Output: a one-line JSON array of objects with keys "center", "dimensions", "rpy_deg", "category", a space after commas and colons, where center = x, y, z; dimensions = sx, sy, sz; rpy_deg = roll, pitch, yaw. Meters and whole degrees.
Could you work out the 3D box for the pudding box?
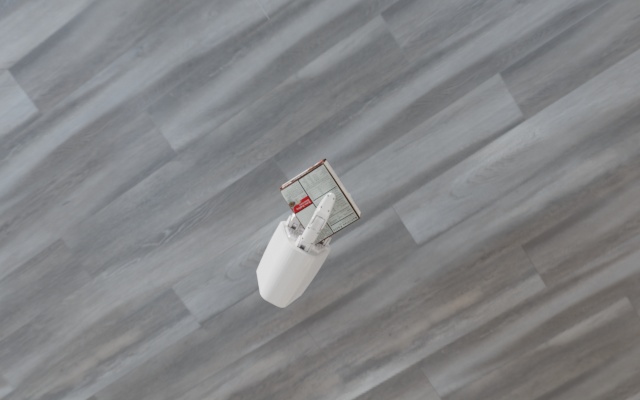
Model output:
[{"center": [0.000, 0.003, 0.778], "dimensions": [0.090, 0.113, 0.039], "rpy_deg": [-32, 11, 11], "category": "pudding box"}]
